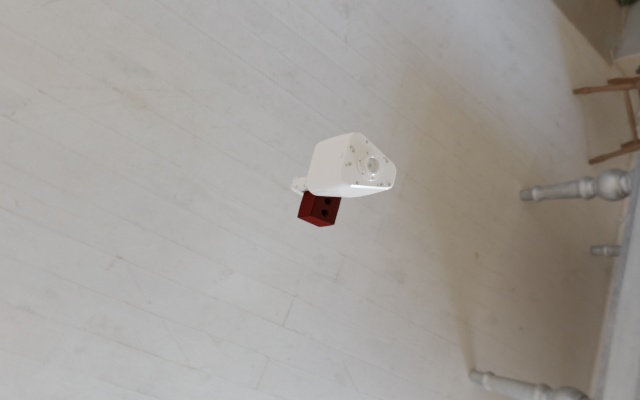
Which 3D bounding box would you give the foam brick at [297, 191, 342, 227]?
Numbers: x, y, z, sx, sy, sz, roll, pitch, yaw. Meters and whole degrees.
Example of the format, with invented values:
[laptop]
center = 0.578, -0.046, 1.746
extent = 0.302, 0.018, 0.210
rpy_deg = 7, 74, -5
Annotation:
[foam brick]
center = 0.000, 0.003, 0.861
extent = 0.053, 0.078, 0.051
rpy_deg = 23, -16, -29
